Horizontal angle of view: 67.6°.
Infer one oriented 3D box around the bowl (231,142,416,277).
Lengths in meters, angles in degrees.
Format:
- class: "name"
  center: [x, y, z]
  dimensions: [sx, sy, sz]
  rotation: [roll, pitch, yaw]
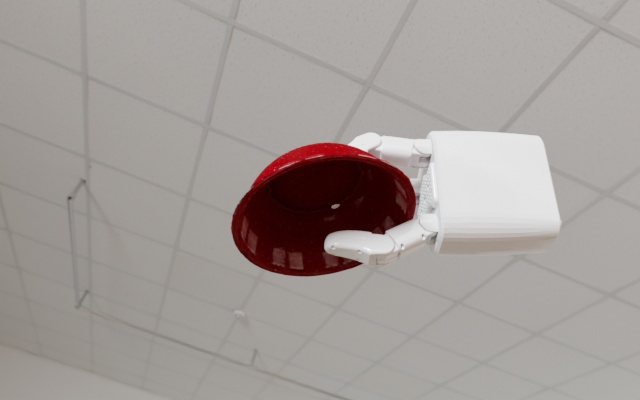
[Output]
- class: "bowl"
  center: [-0.001, 0.001, 0.429]
  dimensions: [0.162, 0.055, 0.162]
  rotation: [-8, -41, -7]
